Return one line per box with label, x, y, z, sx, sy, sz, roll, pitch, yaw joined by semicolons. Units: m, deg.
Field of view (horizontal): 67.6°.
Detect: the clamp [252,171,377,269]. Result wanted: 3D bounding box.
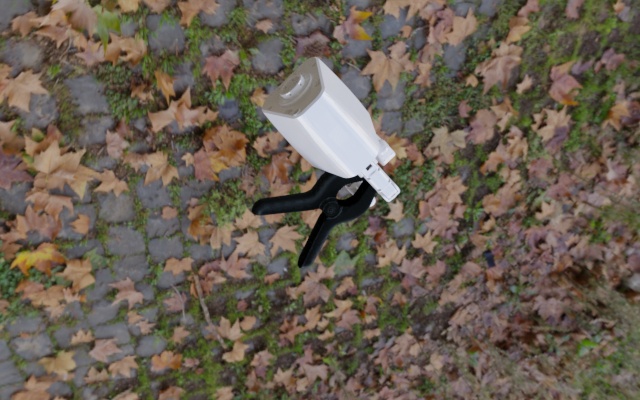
clamp;0.000;0.002;0.615;0.120;0.171;0.039;43;7;-34
